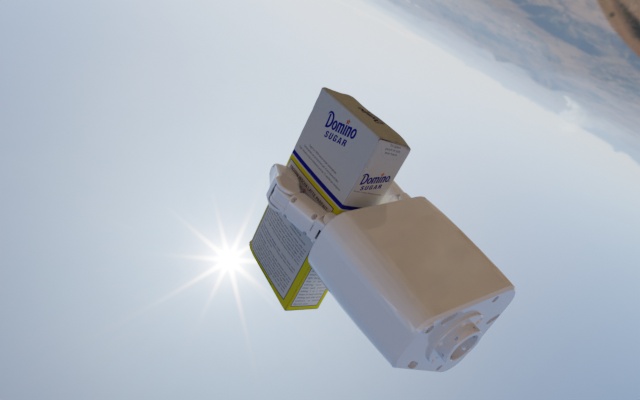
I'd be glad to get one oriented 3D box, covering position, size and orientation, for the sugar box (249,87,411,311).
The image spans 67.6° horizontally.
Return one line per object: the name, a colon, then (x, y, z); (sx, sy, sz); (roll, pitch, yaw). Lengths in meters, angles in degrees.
sugar box: (0.001, 0.002, 0.422); (0.048, 0.176, 0.093); (9, 30, -41)
